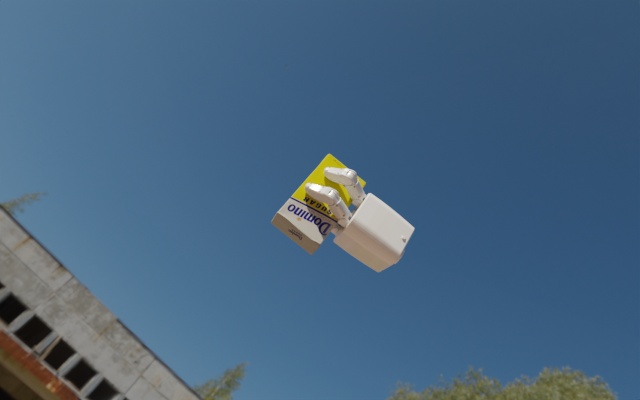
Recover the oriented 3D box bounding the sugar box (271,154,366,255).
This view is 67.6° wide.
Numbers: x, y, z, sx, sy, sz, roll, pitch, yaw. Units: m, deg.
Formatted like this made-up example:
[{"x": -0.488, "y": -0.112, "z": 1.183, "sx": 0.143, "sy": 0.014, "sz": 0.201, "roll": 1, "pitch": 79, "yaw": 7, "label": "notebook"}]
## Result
[{"x": 0.001, "y": 0.003, "z": 0.854, "sx": 0.176, "sy": 0.093, "sz": 0.048, "roll": -52, "pitch": 0, "yaw": -39, "label": "sugar box"}]
